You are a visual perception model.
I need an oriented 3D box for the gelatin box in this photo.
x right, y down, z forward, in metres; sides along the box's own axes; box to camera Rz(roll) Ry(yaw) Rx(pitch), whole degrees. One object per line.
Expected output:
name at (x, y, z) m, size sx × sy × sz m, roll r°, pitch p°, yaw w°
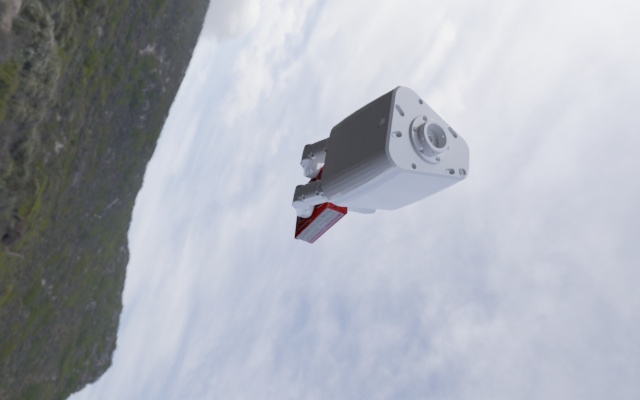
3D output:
gelatin box at (0.000, 0.002, 0.601) m, size 0.030 × 0.073 × 0.089 m, roll 20°, pitch -38°, yaw -22°
